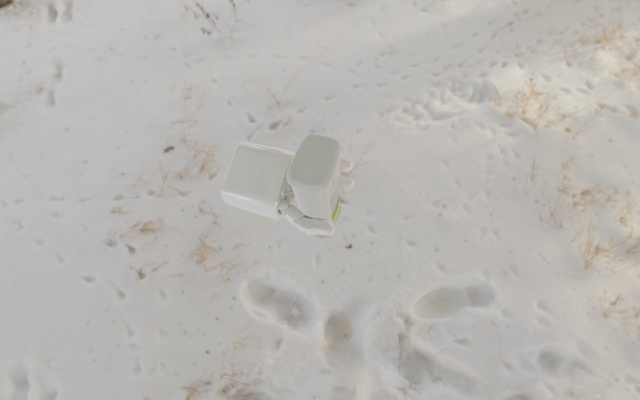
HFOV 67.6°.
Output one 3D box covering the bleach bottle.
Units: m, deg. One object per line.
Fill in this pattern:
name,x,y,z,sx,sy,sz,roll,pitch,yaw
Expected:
bleach bottle,0.000,0.003,0.813,0.068,0.102,0.251,14,-29,13
